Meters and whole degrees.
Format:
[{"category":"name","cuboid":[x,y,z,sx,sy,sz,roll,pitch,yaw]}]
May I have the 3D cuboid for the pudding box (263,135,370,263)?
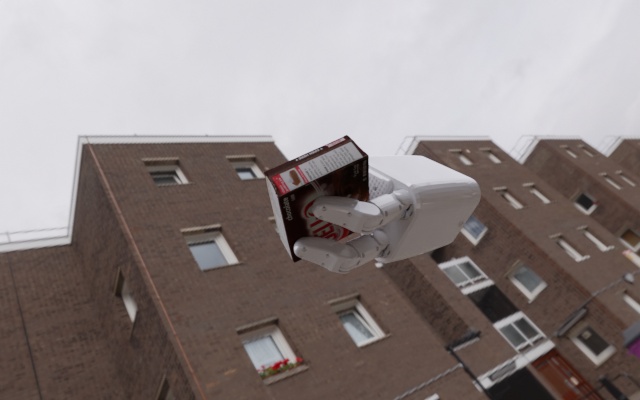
[{"category":"pudding box","cuboid":[0.000,0.001,0.458,0.090,0.039,0.114,-26,-37,-14]}]
